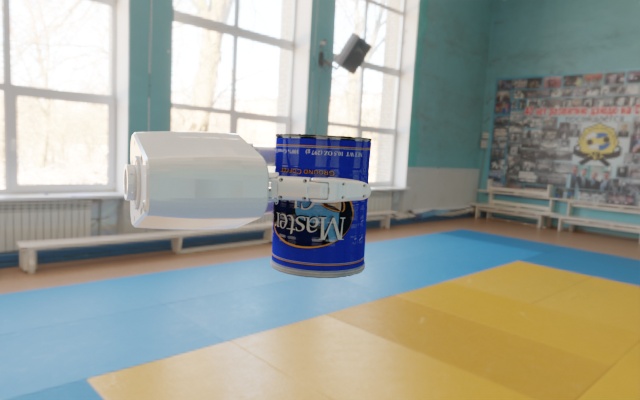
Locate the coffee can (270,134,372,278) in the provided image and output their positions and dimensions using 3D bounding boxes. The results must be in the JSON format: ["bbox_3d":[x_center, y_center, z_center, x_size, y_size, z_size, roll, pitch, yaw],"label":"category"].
[{"bbox_3d":[0.000,0.002,0.512,0.103,0.140,0.103,3,6,0],"label":"coffee can"}]
